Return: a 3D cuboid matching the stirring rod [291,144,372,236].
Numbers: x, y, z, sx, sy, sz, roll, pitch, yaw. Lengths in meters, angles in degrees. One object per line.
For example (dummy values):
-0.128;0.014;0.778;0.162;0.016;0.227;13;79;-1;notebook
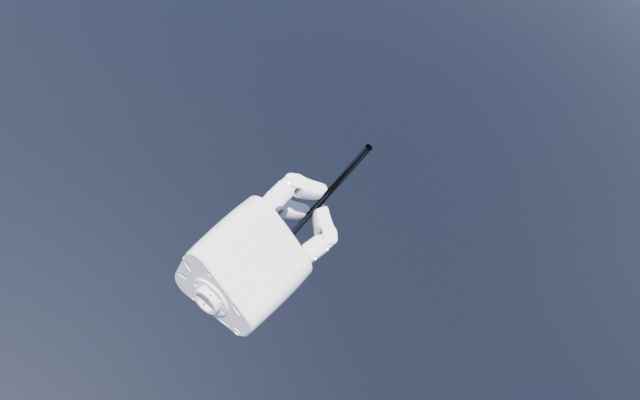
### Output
0.000;0.002;0.599;0.011;0.011;0.240;0;-29;-29;stirring rod
